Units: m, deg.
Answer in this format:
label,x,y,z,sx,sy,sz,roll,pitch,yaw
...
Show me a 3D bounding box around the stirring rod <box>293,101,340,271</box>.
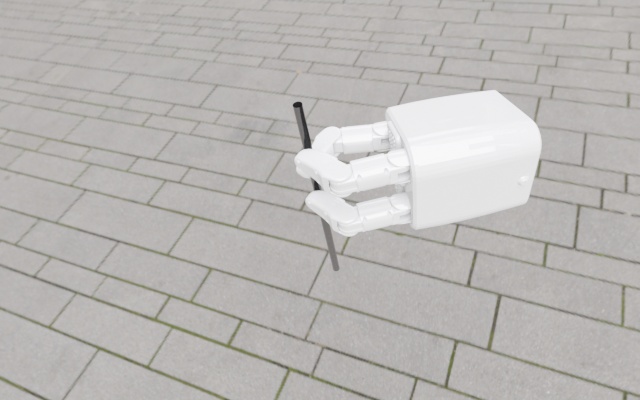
label,x,y,z,sx,sy,sz,roll,pitch,yaw
stirring rod,0.000,0.002,0.472,0.011,0.011,0.240,0,-41,12
